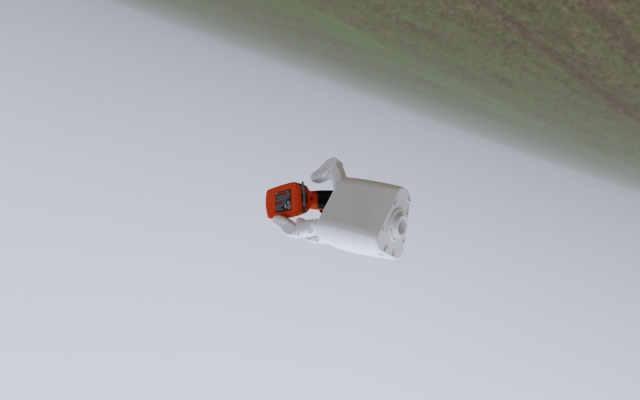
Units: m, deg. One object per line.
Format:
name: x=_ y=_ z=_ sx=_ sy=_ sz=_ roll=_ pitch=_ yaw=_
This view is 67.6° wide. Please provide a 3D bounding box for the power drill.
power drill: x=0.000 y=0.003 z=0.855 sx=0.187 sy=0.057 sz=0.184 roll=-1 pitch=-7 yaw=-35
